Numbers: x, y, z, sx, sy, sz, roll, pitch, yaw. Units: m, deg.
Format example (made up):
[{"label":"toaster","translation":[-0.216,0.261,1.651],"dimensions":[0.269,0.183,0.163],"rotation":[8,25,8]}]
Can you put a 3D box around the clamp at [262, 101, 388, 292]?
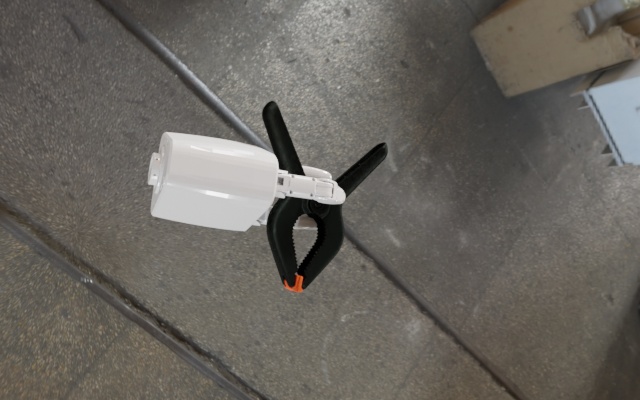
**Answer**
[{"label":"clamp","translation":[0.000,0.002,0.558],"dimensions":[0.164,0.210,0.036],"rotation":[9,-7,-23]}]
